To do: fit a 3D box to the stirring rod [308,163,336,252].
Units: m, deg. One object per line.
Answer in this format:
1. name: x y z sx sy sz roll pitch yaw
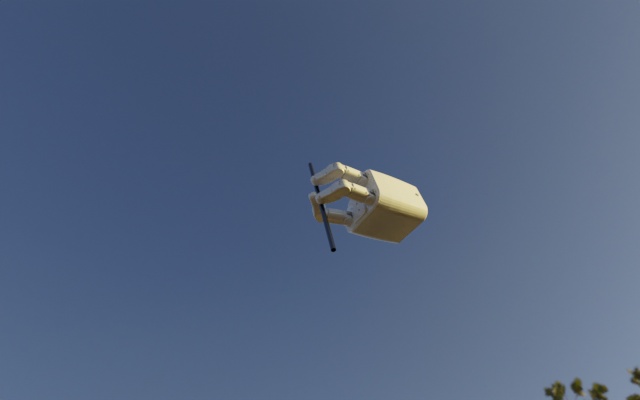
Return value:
1. stirring rod: 0.000 0.003 0.797 0.011 0.011 0.239 0 36 -11
